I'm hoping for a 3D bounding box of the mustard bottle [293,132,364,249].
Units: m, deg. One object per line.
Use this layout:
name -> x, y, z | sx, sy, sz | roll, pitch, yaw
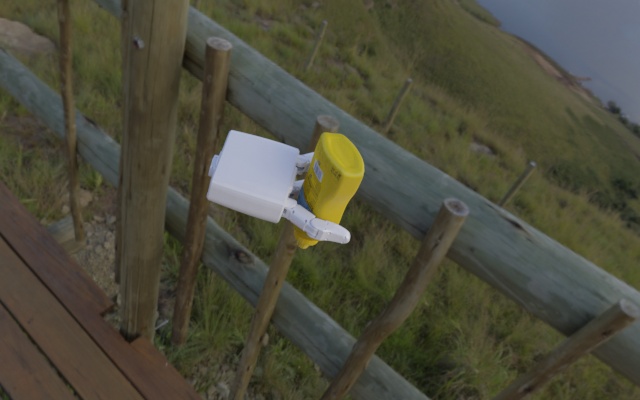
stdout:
mustard bottle -> 0.001, 0.002, 0.702 | 0.058, 0.192, 0.096 | 0, 44, -27
